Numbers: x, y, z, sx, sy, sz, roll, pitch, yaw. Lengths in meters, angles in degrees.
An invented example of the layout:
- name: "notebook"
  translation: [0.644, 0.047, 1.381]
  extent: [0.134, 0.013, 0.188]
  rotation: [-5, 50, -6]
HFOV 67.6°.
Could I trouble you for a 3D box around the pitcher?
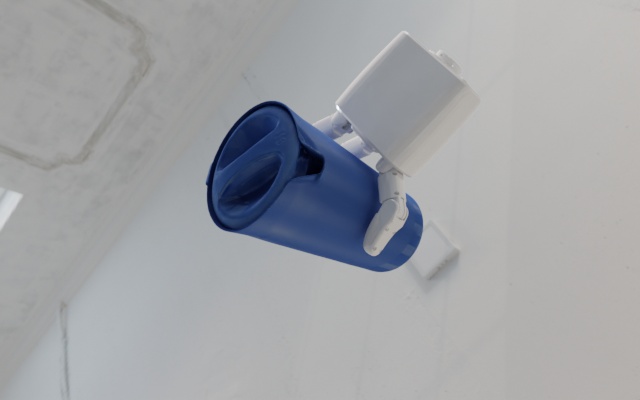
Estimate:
- name: "pitcher"
  translation: [0.000, 0.002, 0.537]
  extent: [0.243, 0.145, 0.149]
  rotation: [26, 24, -42]
